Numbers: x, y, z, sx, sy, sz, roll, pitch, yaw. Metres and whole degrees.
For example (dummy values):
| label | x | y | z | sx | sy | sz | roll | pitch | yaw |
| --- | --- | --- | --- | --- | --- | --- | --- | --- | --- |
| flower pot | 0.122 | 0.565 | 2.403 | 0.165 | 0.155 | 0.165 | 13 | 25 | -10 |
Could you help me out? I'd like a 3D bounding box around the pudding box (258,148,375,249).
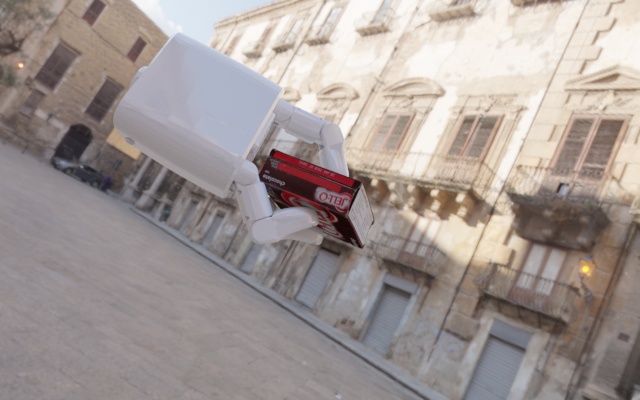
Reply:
| label | x | y | z | sx | sy | sz | roll | pitch | yaw |
| --- | --- | --- | --- | --- | --- | --- | --- | --- | --- |
| pudding box | 0.000 | 0.001 | 0.449 | 0.090 | 0.039 | 0.113 | 23 | -11 | 19 |
